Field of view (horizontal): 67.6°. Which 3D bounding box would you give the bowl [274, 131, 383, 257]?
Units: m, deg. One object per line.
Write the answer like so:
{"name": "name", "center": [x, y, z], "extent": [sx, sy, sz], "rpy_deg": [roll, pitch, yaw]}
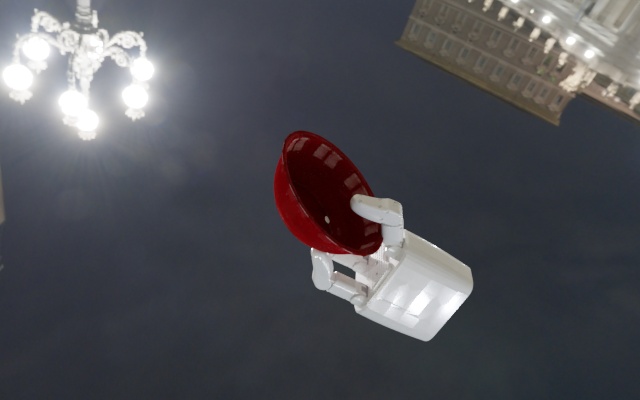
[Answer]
{"name": "bowl", "center": [-0.001, 0.001, 0.543], "extent": [0.055, 0.162, 0.162], "rpy_deg": [-35, -19, 29]}
